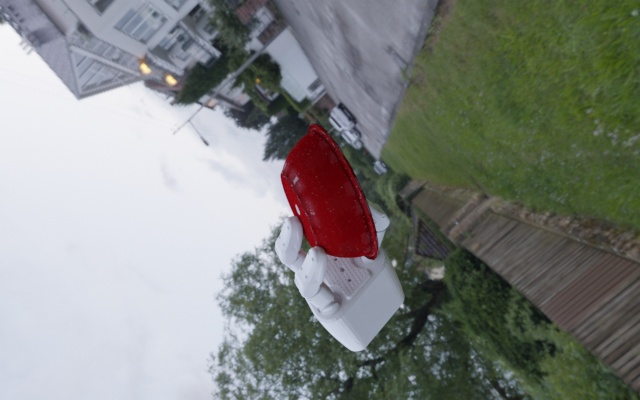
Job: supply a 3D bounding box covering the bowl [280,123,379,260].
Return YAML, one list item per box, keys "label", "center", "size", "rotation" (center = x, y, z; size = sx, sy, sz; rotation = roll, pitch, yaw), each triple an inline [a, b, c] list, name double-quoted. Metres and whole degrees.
- label: "bowl"
  center: [-0.001, 0.001, 0.516]
  size: [0.055, 0.162, 0.162]
  rotation: [-24, 5, -11]
